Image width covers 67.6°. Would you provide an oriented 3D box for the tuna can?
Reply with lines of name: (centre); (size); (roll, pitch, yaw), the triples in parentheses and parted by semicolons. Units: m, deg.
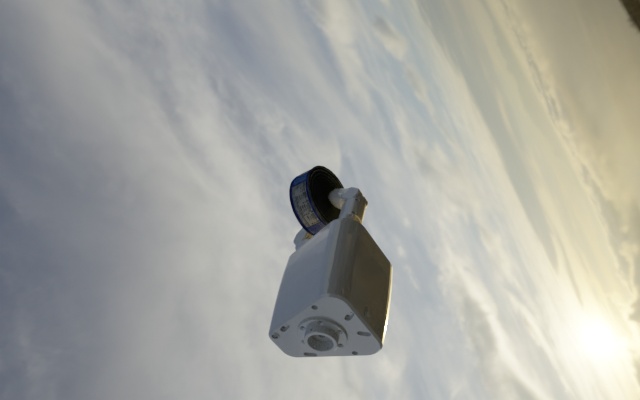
tuna can: (0.000, 0.002, 0.596); (0.034, 0.086, 0.086); (-25, -13, 31)
